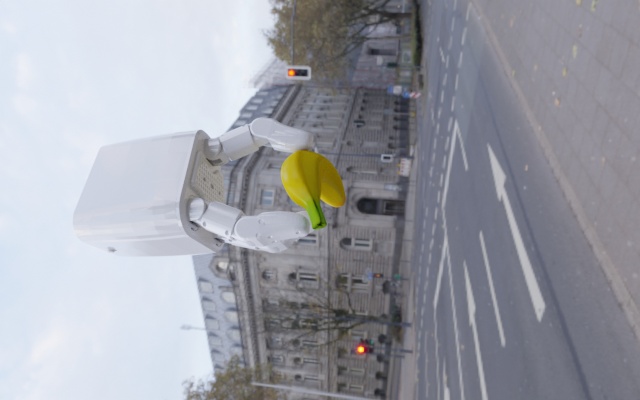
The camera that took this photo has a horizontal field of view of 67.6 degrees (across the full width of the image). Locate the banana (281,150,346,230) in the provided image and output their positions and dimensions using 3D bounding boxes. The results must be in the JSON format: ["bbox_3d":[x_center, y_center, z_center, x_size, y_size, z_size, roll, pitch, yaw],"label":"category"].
[{"bbox_3d":[-0.006,-0.016,0.468,0.037,0.069,0.198,-15,3,11],"label":"banana"}]
